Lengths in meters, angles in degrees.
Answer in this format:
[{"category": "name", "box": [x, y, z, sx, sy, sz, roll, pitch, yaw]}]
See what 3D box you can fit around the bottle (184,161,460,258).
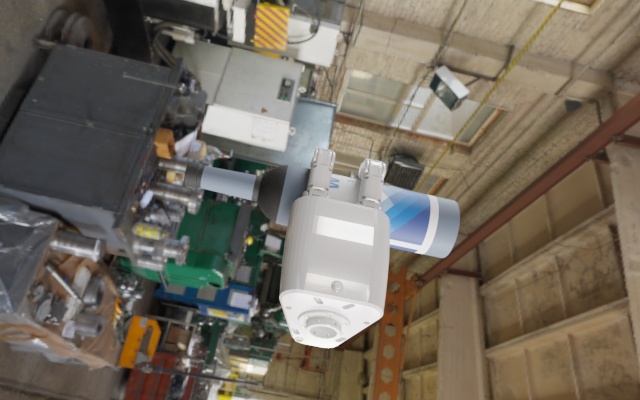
[{"category": "bottle", "box": [0.000, 0.002, 0.526, 0.296, 0.069, 0.069, 12, -1, -5]}]
